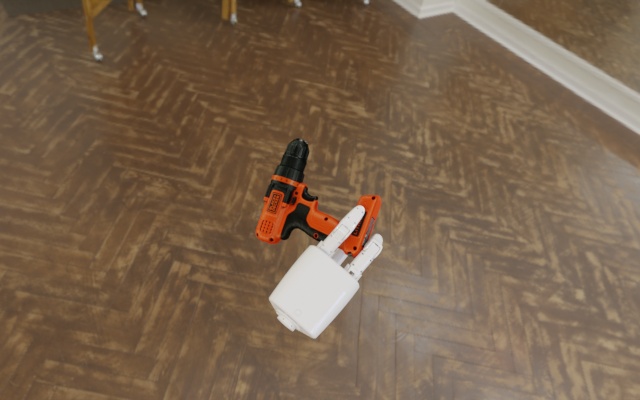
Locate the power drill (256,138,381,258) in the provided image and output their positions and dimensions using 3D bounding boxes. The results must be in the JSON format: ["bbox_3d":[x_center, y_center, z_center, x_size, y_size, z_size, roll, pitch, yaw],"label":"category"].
[{"bbox_3d":[0.000,0.003,0.786,0.187,0.184,0.057,18,-3,18],"label":"power drill"}]
